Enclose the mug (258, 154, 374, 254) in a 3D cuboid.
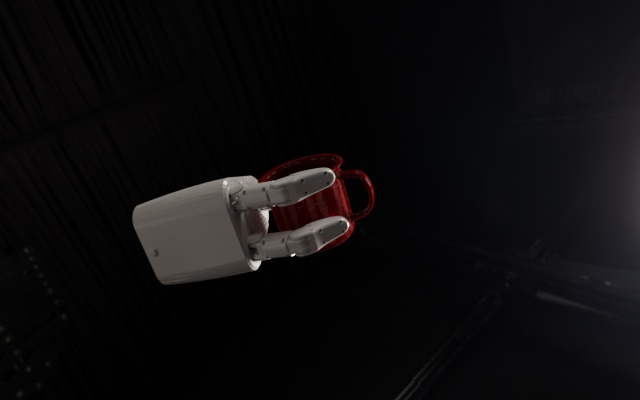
[{"bbox_3d":[0.002,0.002,0.513,0.117,0.081,0.093,-12,21,13],"label":"mug"}]
